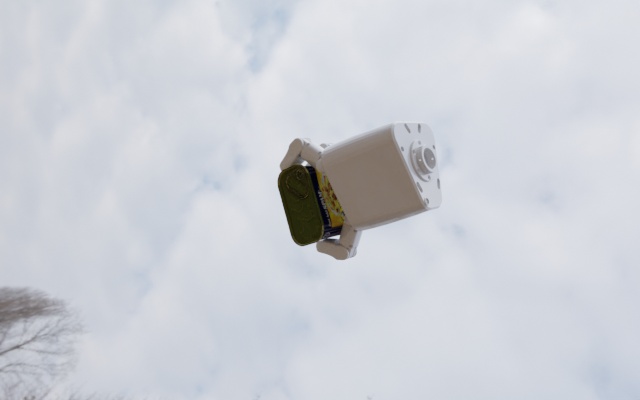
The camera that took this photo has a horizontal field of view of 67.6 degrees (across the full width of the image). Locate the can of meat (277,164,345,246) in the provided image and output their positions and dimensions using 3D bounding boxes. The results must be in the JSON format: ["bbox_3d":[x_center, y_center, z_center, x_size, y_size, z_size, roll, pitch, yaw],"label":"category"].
[{"bbox_3d":[0.000,0.002,0.630,0.057,0.102,0.084,-21,-8,41],"label":"can of meat"}]
